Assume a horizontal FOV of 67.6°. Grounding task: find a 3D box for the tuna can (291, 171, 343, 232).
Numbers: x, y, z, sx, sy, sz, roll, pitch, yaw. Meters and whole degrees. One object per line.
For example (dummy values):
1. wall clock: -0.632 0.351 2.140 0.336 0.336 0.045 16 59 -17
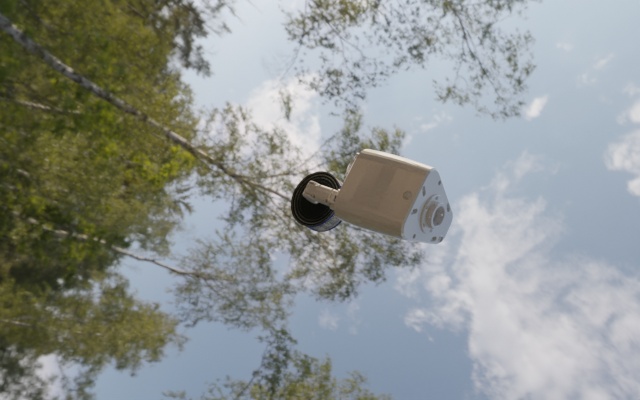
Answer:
1. tuna can: 0.000 0.002 0.705 0.086 0.086 0.034 0 -20 35
